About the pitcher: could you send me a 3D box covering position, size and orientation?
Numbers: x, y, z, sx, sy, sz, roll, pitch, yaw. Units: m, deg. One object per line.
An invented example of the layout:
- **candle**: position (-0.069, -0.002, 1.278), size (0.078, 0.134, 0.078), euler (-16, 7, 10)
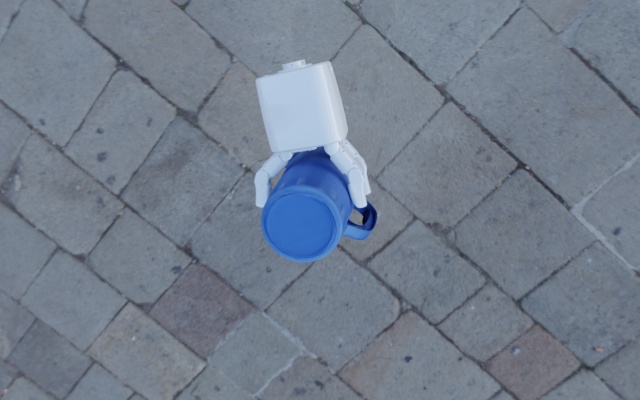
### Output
- **pitcher**: position (0.000, 0.002, 0.719), size (0.149, 0.145, 0.242), euler (-9, 16, 11)
